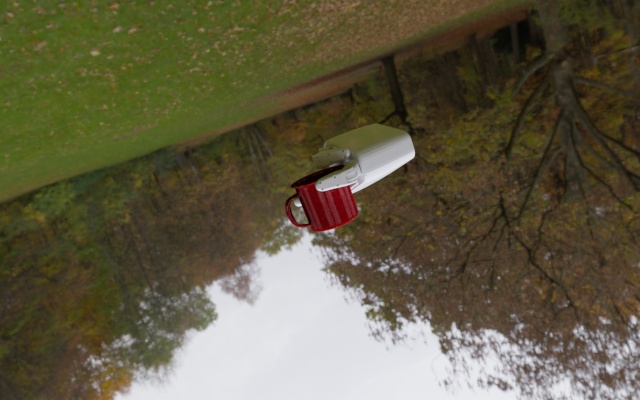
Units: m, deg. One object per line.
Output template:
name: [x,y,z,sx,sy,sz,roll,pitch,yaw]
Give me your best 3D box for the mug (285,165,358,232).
mug: [-0.001,0.003,0.751,0.117,0.081,0.093,-26,12,-23]
